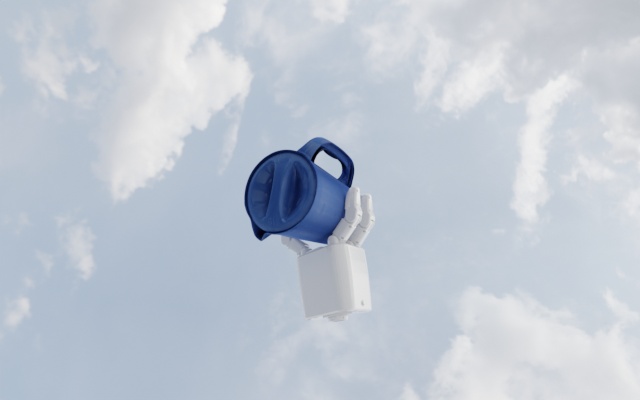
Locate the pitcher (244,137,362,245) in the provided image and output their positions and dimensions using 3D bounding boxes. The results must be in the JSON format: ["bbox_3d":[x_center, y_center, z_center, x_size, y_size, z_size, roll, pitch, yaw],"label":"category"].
[{"bbox_3d":[0.000,0.003,0.813,0.149,0.145,0.243,-18,-21,26],"label":"pitcher"}]
